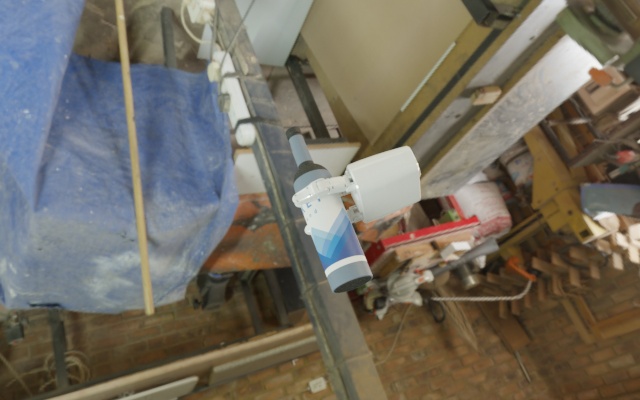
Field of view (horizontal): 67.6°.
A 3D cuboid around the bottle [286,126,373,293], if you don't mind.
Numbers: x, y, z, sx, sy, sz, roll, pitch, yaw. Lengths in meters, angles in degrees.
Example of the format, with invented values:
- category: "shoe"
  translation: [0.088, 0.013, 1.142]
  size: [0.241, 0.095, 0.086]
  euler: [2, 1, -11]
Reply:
- category: "bottle"
  translation: [0.000, 0.003, 0.786]
  size: [0.069, 0.295, 0.069]
  euler: [-18, -23, -8]
